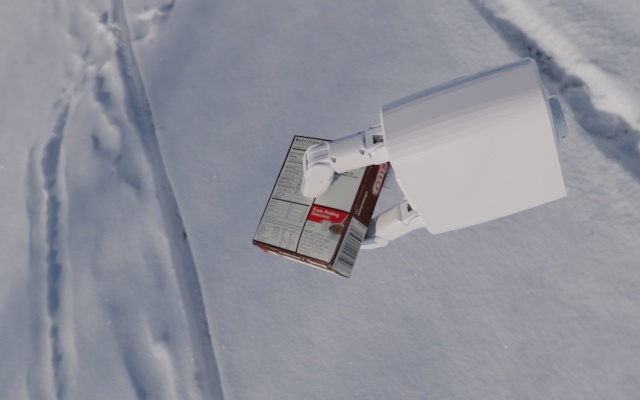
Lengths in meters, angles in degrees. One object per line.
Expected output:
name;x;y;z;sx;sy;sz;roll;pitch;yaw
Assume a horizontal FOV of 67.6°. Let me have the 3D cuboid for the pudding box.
pudding box;0.000;0.001;0.424;0.090;0.113;0.039;13;-16;34
